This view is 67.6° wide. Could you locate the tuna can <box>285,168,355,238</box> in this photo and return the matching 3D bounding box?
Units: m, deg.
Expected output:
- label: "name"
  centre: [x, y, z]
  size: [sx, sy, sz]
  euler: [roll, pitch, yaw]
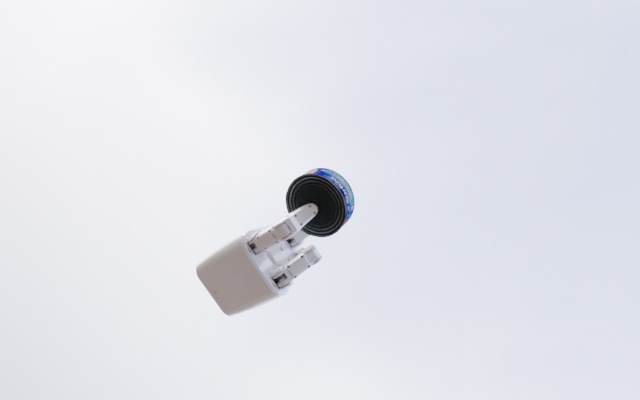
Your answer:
- label: "tuna can"
  centre: [0.000, 0.002, 0.615]
  size: [0.086, 0.086, 0.033]
  euler: [0, 20, 28]
